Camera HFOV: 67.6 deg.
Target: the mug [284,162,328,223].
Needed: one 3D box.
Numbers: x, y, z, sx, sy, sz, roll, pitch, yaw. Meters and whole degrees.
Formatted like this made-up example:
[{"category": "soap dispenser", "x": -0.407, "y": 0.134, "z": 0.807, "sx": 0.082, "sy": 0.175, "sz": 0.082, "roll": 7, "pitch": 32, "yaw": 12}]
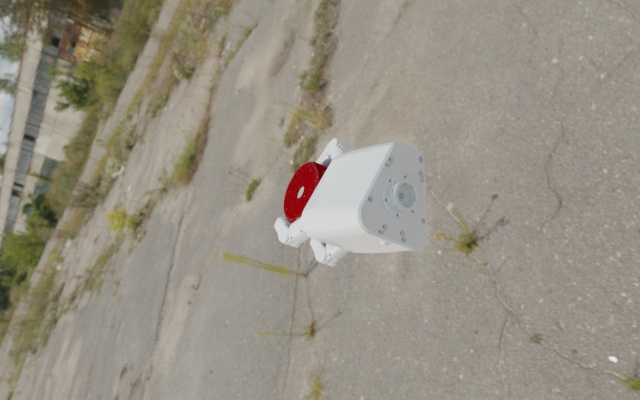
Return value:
[{"category": "mug", "x": -0.001, "y": 0.002, "z": 0.621, "sx": 0.081, "sy": 0.093, "sz": 0.117, "roll": 22, "pitch": -17, "yaw": -29}]
